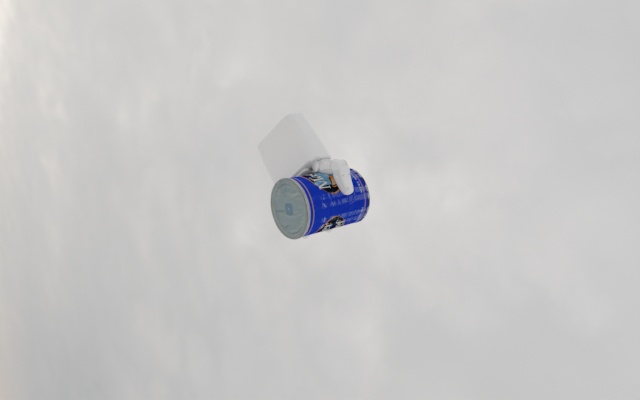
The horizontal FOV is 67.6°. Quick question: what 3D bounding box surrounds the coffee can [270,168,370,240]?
[{"bbox_3d":[0.000,0.003,0.822,0.140,0.103,0.103,-12,8,-38],"label":"coffee can"}]
